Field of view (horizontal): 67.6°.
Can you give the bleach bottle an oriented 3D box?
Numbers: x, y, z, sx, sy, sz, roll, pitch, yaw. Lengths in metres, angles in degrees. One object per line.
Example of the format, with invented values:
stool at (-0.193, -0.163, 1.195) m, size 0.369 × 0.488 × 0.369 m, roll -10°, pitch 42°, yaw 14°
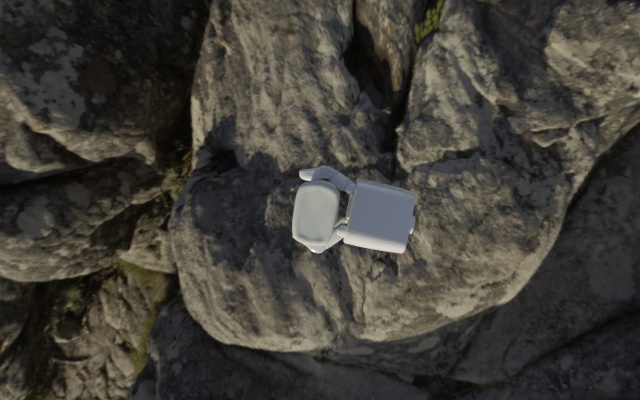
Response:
bleach bottle at (0.000, 0.003, 0.848) m, size 0.068 × 0.102 × 0.251 m, roll 11°, pitch 10°, yaw 2°
